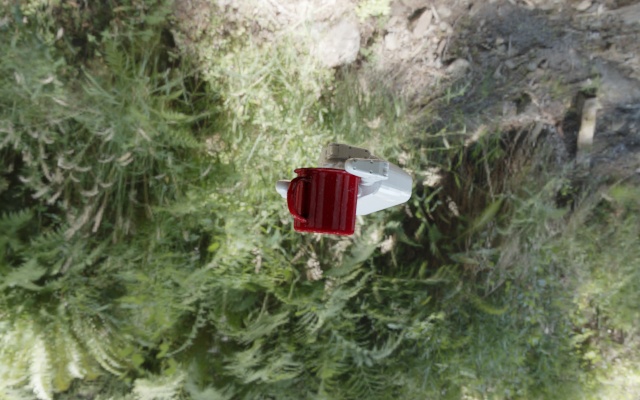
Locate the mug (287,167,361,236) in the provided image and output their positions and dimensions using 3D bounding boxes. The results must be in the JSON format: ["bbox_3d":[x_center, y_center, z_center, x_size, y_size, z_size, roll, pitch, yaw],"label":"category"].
[{"bbox_3d":[-0.001,0.002,0.622,0.093,0.081,0.117,1,-6,38],"label":"mug"}]
